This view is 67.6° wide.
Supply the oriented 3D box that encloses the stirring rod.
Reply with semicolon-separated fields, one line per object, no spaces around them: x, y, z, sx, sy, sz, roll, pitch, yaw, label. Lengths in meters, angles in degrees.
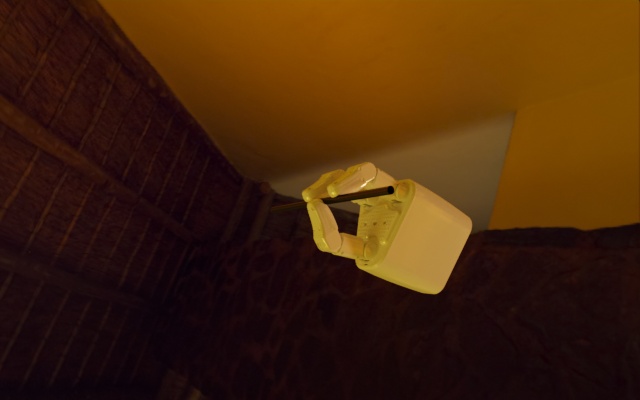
0.000;0.002;0.525;0.011;0.011;0.239;0;-5;-31;stirring rod
